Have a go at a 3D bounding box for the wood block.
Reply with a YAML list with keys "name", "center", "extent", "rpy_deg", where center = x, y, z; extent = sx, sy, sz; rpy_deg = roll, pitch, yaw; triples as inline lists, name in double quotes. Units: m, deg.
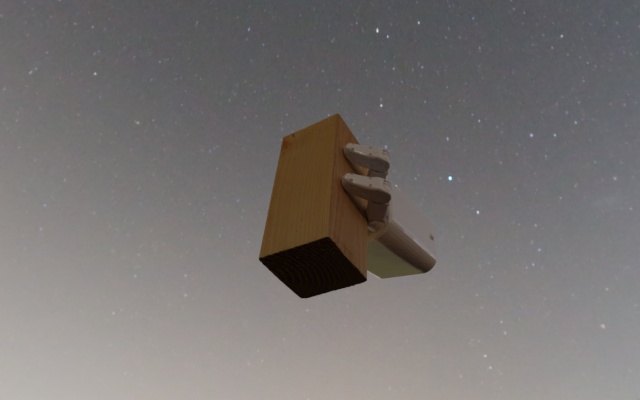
- name: "wood block"
  center: [0.000, 0.002, 0.587]
  extent: [0.091, 0.206, 0.090]
  rpy_deg: [-21, -50, 25]
